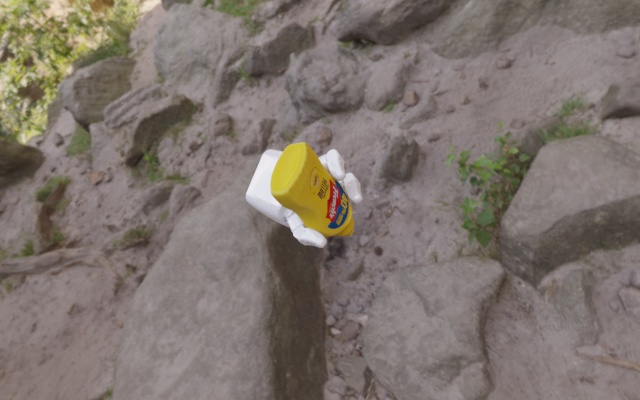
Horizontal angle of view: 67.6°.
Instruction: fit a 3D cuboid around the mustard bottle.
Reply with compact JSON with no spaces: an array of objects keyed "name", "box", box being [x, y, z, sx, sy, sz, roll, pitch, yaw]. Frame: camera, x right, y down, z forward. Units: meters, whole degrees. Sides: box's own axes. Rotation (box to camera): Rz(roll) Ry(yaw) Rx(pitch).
[{"name":"mustard bottle","box":[0.000,0.002,0.751,0.058,0.096,0.192,-6,-36,34]}]
